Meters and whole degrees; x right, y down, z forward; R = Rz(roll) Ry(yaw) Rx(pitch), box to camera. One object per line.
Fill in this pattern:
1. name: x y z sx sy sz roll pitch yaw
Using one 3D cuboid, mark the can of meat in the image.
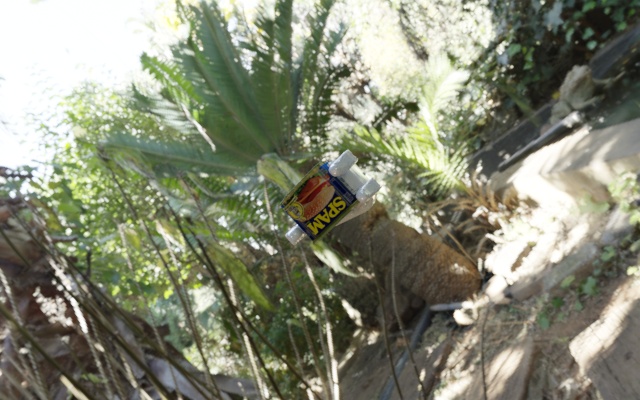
1. can of meat: 0.000 0.002 0.721 0.102 0.084 0.057 -44 -3 18
